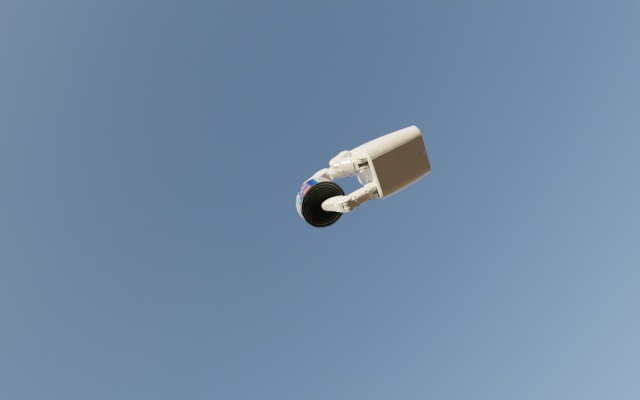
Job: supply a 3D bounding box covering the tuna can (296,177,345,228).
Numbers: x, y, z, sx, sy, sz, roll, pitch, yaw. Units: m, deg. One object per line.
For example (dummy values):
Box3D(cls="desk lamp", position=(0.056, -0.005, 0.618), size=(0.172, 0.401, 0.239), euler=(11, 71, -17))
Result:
Box3D(cls="tuna can", position=(0.000, 0.003, 0.846), size=(0.086, 0.086, 0.033), euler=(0, 18, -24))
